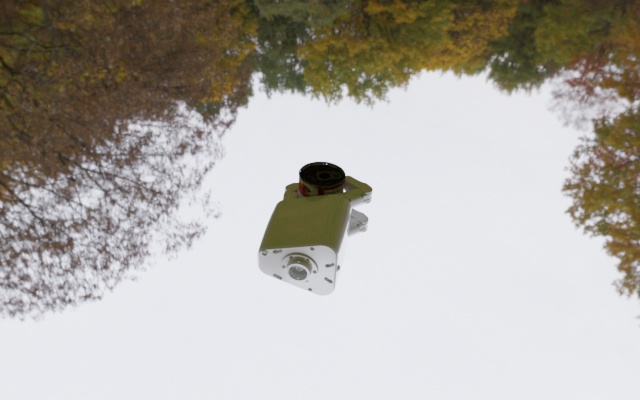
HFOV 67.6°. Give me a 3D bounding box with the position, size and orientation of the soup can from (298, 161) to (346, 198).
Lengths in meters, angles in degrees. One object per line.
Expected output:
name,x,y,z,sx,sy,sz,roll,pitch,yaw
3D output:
soup can,0.000,0.002,0.716,0.068,0.102,0.068,2,35,-2
